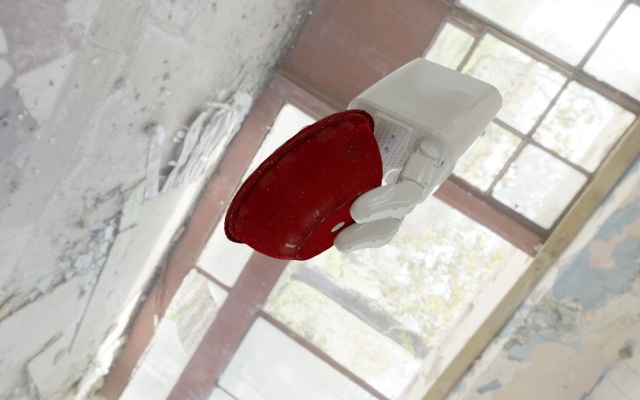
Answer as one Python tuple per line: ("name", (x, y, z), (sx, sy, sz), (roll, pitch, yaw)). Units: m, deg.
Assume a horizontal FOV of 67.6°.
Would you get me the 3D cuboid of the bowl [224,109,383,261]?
("bowl", (-0.001, 0.002, 0.405), (0.162, 0.055, 0.162), (-36, -18, -14))
